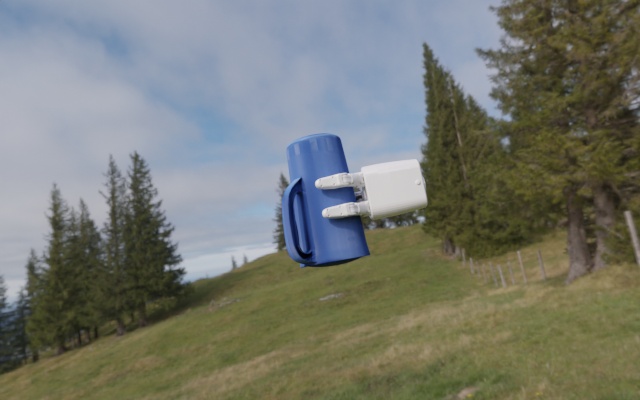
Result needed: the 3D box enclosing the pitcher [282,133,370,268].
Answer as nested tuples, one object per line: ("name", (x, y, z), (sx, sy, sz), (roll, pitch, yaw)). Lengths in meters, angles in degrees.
("pitcher", (0.000, 0.003, 0.897), (0.145, 0.243, 0.149), (-11, -7, 0))
